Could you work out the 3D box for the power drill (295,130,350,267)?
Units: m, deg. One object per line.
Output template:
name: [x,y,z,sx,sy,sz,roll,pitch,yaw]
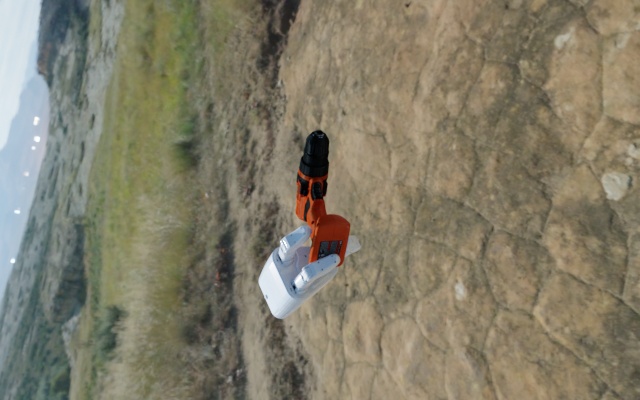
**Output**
power drill: [0.000,0.003,0.785,0.057,0.185,0.187,-2,40,-11]
